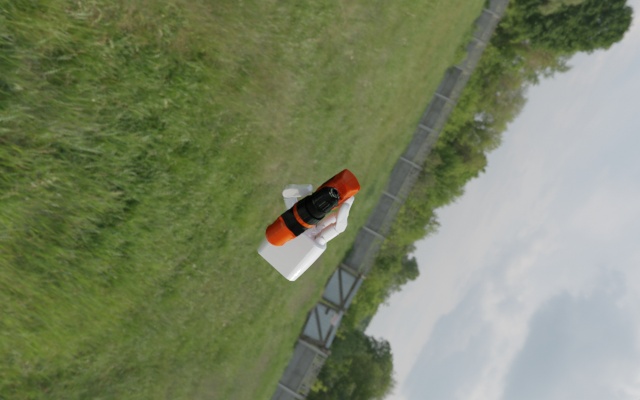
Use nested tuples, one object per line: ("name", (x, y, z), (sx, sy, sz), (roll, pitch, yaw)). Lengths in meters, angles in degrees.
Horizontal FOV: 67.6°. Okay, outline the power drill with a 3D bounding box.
("power drill", (0.000, 0.003, 0.897), (0.184, 0.057, 0.187), (-34, 0, 38))
